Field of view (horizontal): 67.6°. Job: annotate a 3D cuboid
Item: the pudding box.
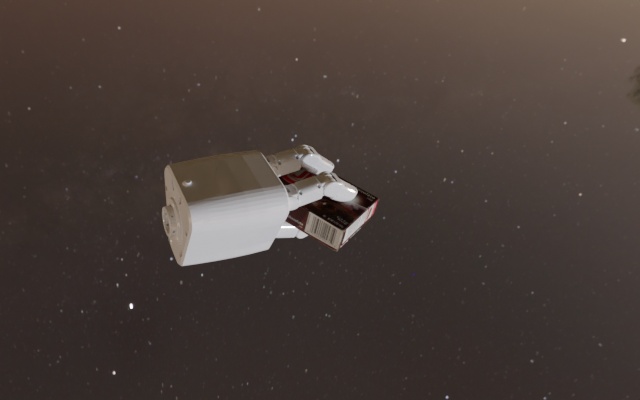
[{"bbox_3d":[0.000,0.002,0.577,0.113,0.039,0.090,32,39,17],"label":"pudding box"}]
